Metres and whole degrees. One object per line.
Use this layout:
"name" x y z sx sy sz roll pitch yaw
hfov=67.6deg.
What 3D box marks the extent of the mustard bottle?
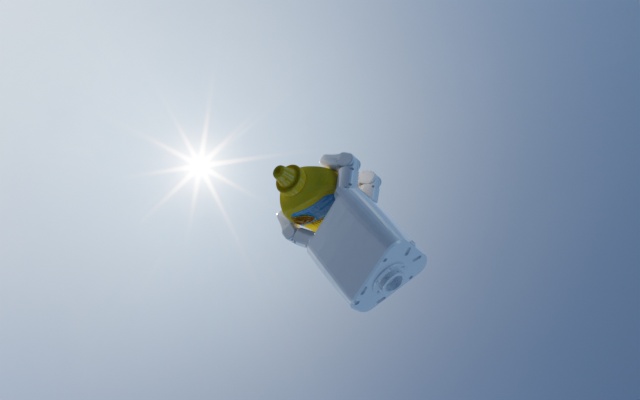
"mustard bottle" 0.000 0.002 0.661 0.096 0.058 0.192 -28 -37 23
